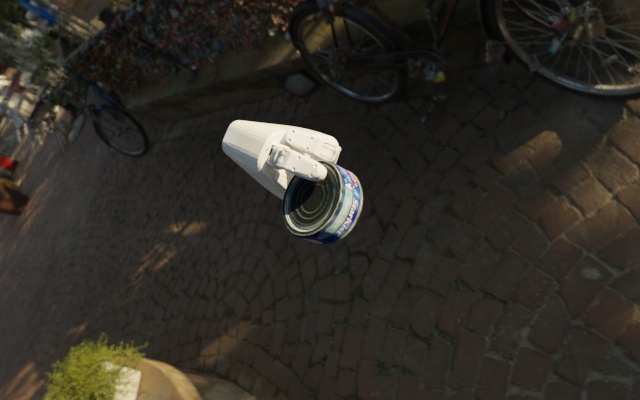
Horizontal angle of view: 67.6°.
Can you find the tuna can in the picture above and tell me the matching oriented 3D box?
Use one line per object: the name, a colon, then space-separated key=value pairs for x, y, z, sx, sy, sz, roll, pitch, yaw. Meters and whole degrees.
tuna can: x=0.000 y=0.001 z=0.498 sx=0.086 sy=0.086 sz=0.034 roll=0 pitch=-18 yaw=43
